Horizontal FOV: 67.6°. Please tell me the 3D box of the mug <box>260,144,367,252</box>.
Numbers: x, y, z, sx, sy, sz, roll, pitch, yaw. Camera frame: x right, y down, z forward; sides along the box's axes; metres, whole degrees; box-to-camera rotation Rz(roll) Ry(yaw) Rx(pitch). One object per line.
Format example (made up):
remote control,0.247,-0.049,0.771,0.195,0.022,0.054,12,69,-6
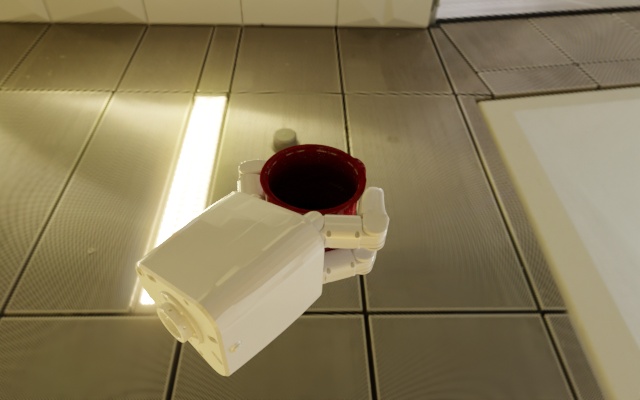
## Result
mug,0.001,0.001,0.452,0.093,0.082,0.117,34,52,27
